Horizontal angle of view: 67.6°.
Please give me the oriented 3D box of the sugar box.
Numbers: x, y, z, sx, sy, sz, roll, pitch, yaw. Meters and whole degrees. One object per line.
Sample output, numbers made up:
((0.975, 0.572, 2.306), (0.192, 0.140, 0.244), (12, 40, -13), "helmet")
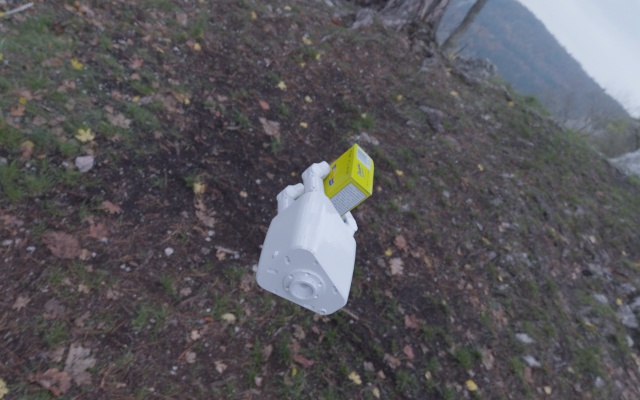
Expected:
((0.000, 0.002, 0.700), (0.176, 0.048, 0.093), (-37, 23, 29), "sugar box")
